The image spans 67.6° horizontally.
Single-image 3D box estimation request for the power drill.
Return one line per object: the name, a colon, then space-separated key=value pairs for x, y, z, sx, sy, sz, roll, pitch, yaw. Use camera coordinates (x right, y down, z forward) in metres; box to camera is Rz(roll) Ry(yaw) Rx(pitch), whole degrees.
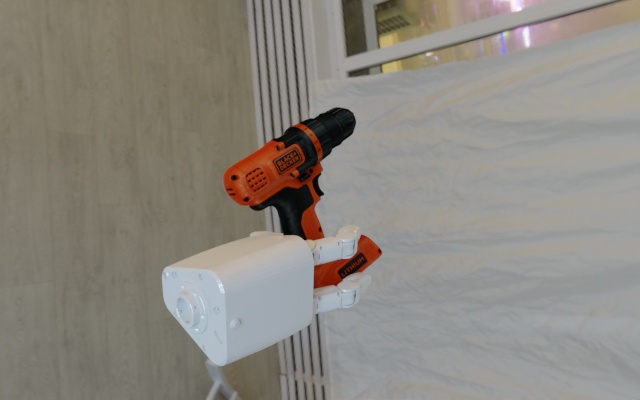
power drill: x=0.000 y=0.002 z=0.561 sx=0.184 sy=0.188 sz=0.057 roll=-35 pitch=16 yaw=-26
